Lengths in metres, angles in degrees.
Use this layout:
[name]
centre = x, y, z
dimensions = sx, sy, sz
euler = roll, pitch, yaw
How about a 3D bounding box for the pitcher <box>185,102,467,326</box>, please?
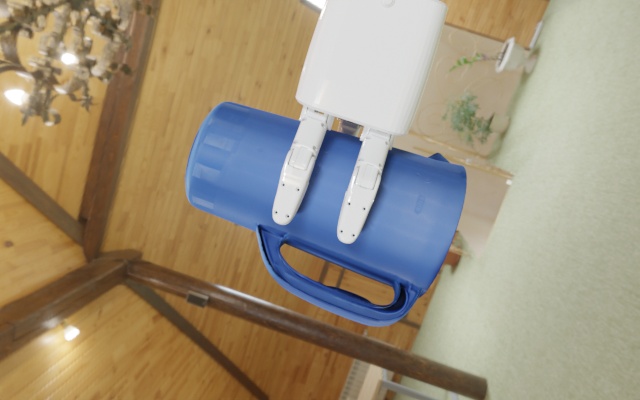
[pitcher]
centre = 0.000, 0.001, 0.452
dimensions = 0.243, 0.145, 0.149
euler = 19, 20, 2
